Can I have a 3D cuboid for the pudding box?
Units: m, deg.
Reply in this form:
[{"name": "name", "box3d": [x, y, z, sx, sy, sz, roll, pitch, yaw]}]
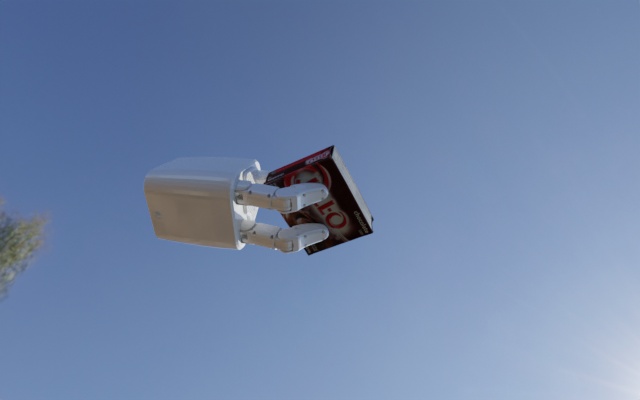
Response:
[{"name": "pudding box", "box3d": [0.000, 0.002, 0.565, 0.090, 0.113, 0.039, -21, 28, 21]}]
